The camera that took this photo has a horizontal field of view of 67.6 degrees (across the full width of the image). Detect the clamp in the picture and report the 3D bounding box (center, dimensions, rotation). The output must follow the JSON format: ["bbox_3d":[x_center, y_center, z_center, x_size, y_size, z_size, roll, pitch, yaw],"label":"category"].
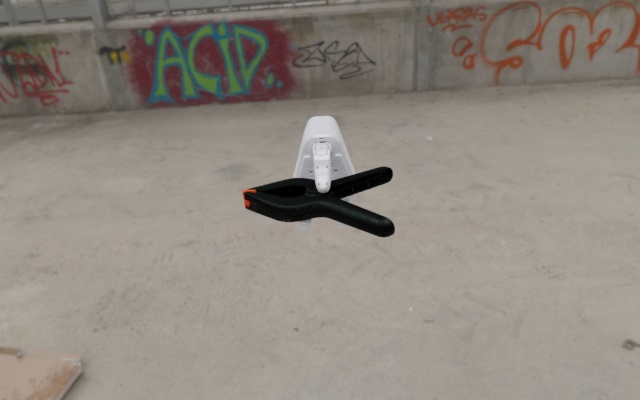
[{"bbox_3d":[0.000,0.001,0.627,0.210,0.036,0.164,-3,27,2],"label":"clamp"}]
